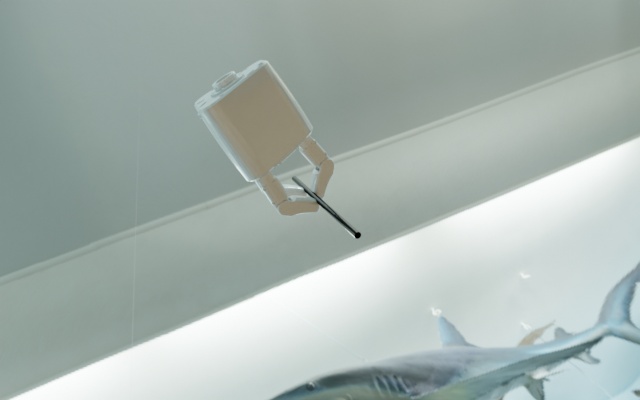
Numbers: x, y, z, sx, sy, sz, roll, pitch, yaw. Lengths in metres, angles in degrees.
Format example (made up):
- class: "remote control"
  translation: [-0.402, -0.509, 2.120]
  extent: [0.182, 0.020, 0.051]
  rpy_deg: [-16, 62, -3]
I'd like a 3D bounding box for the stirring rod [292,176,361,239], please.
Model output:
- class: "stirring rod"
  translation: [0.000, 0.002, 0.622]
  extent: [0.011, 0.011, 0.239]
  rpy_deg: [0, 17, -21]
